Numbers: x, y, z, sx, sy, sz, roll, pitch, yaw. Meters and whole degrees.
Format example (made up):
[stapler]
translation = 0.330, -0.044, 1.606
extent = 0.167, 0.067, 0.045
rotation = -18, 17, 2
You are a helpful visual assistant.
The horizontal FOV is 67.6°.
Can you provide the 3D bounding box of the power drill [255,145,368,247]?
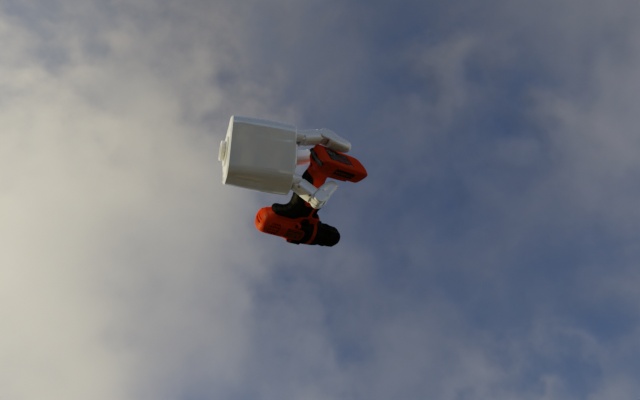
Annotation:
[power drill]
translation = 0.000, 0.002, 0.850
extent = 0.184, 0.188, 0.057
rotation = 16, 29, -38
